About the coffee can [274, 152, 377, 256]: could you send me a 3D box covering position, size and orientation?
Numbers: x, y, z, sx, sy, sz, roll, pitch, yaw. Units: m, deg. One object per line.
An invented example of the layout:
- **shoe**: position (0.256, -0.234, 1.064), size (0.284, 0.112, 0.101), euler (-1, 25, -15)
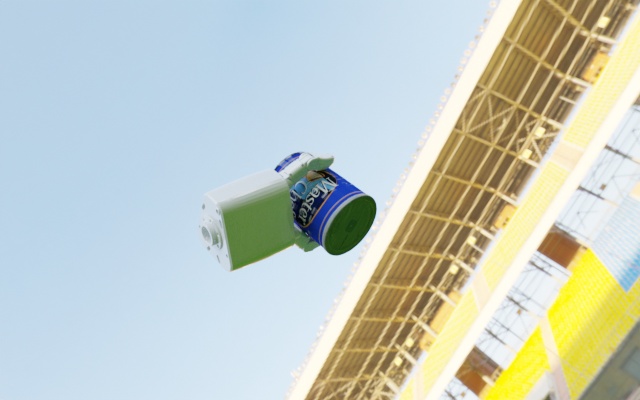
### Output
- **coffee can**: position (0.000, 0.002, 0.723), size (0.103, 0.103, 0.140), euler (0, 30, -48)
